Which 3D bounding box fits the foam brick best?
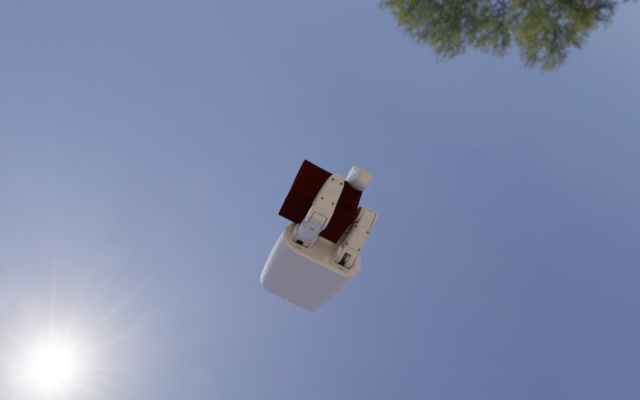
[{"bbox_3d":[0.000,0.002,0.547,0.078,0.053,0.051,28,-45,-6],"label":"foam brick"}]
